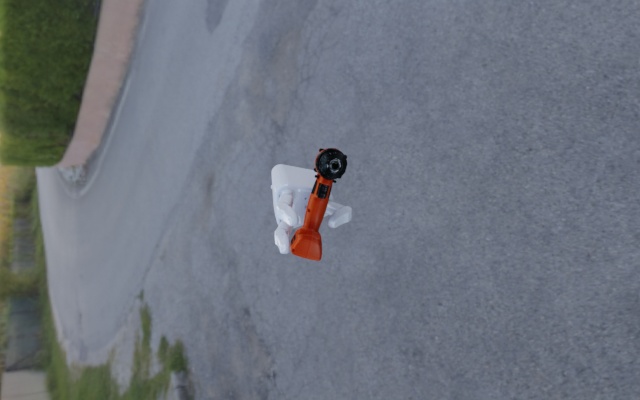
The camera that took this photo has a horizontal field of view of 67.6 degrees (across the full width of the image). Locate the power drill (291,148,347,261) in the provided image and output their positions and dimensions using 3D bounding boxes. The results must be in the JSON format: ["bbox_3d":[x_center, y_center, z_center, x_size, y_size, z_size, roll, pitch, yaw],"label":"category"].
[{"bbox_3d":[0.000,0.003,0.809,0.057,0.187,0.184,17,6,-3],"label":"power drill"}]
